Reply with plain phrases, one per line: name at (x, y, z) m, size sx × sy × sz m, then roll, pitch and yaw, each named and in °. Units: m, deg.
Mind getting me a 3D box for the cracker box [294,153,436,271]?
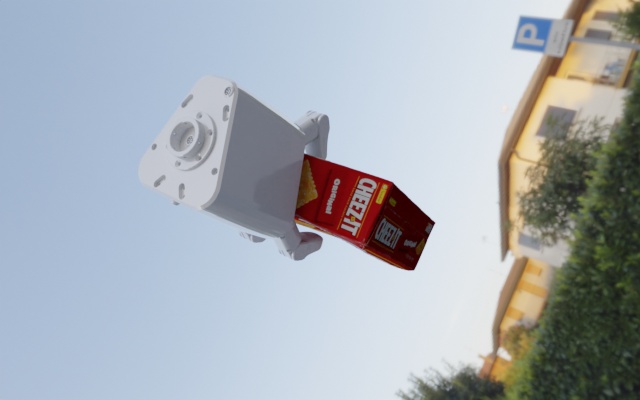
cracker box at (0.000, 0.002, 0.532) m, size 0.213 × 0.072 × 0.164 m, roll 21°, pitch -4°, yaw 30°
